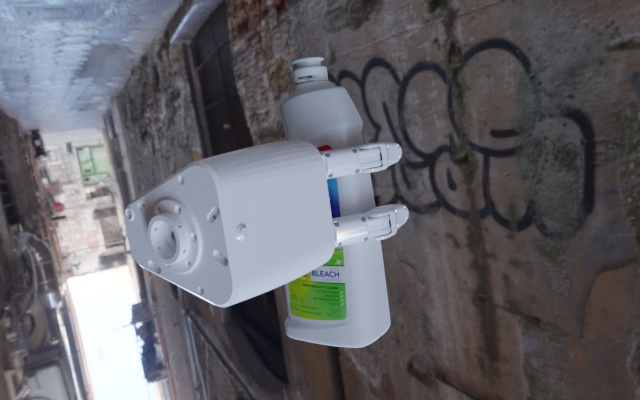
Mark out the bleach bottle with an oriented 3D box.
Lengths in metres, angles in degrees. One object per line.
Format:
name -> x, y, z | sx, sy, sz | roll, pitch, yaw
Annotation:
bleach bottle -> 0.000, 0.001, 0.437 | 0.102, 0.251, 0.068 | -3, 9, 37
